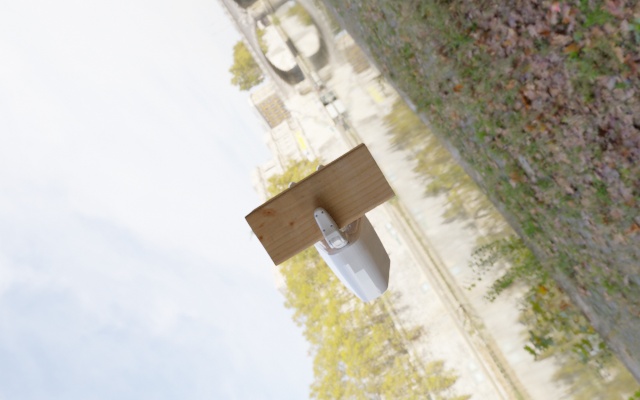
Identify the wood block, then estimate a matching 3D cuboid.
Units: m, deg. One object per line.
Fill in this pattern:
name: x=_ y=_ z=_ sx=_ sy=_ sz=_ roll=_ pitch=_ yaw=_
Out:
wood block: x=0.000 y=0.003 z=0.731 sx=0.206 sy=0.090 sz=0.091 roll=-31 pitch=6 yaw=6
